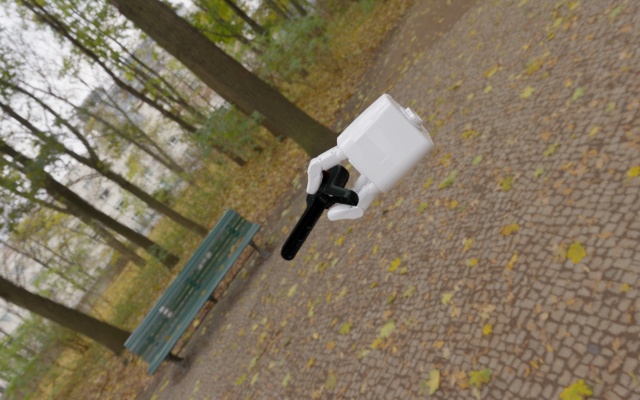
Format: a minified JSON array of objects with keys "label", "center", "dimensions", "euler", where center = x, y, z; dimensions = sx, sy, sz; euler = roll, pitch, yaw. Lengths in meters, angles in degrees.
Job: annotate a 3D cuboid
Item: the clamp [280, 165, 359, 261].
[{"label":"clamp","center":[0.000,0.002,0.796],"dimensions":[0.036,0.164,0.210],"euler":[41,22,-16]}]
